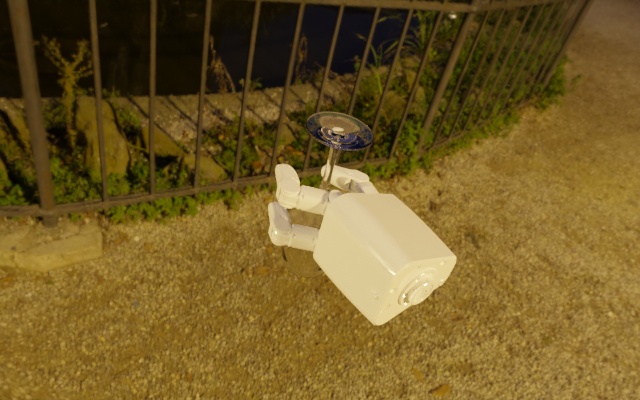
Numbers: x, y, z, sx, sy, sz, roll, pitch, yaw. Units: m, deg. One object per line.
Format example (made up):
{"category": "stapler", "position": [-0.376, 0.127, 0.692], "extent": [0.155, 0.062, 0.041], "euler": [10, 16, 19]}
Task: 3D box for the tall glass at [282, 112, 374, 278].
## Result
{"category": "tall glass", "position": [0.000, 0.001, 0.564], "extent": [0.079, 0.201, 0.079], "euler": [10, 38, -7]}
